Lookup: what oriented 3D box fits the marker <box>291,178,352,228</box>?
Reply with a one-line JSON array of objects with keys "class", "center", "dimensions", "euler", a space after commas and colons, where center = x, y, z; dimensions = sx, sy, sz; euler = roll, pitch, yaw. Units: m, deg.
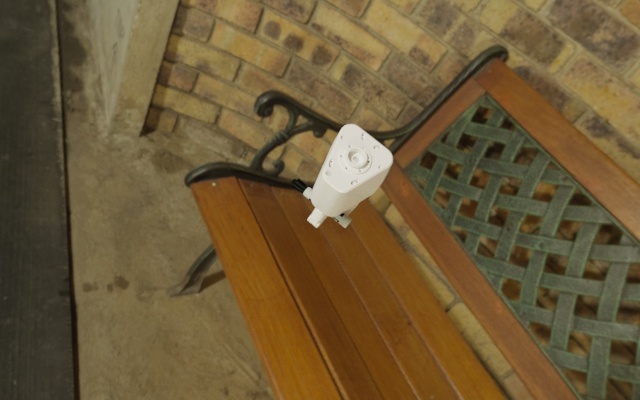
[{"class": "marker", "center": [0.000, 0.003, 0.811], "dimensions": [0.121, 0.020, 0.020], "euler": [38, 4, 5]}]
